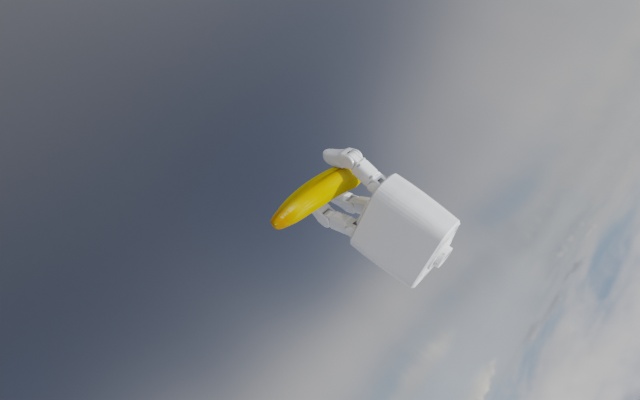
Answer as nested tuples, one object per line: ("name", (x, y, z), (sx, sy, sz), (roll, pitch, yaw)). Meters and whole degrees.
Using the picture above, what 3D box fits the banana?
("banana", (0.010, -0.013, 0.649), (0.037, 0.070, 0.197), (40, 33, 17))
